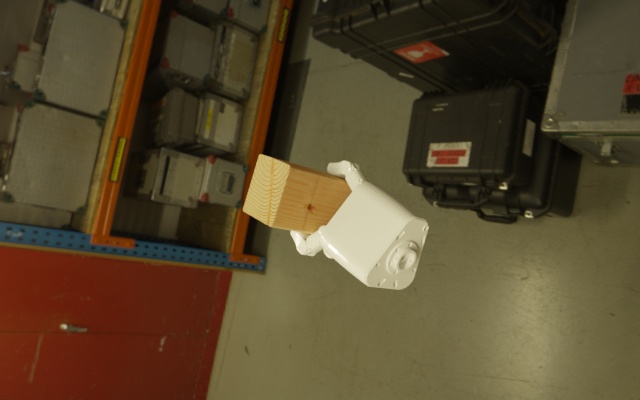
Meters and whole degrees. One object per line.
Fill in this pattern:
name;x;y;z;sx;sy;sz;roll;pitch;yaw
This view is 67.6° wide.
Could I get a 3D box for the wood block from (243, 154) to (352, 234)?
wood block;0.000;0.002;0.737;0.206;0.091;0.090;14;6;-39
